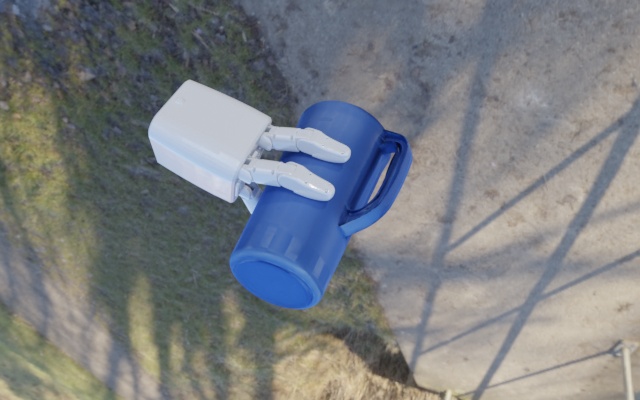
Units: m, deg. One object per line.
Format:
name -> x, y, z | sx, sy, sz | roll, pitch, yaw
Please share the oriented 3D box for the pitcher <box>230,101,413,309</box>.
pitcher -> 0.000, 0.002, 0.570 | 0.145, 0.242, 0.149 | 29, -36, -4
